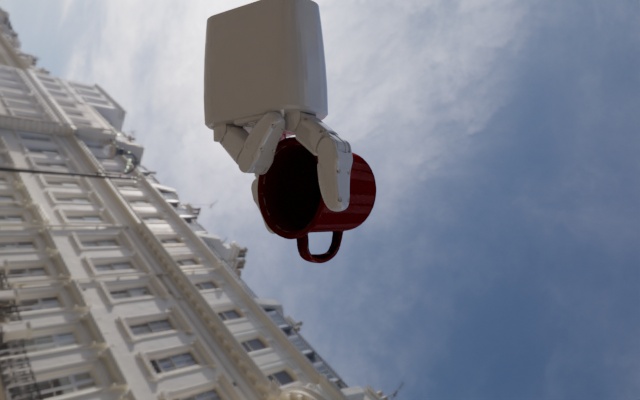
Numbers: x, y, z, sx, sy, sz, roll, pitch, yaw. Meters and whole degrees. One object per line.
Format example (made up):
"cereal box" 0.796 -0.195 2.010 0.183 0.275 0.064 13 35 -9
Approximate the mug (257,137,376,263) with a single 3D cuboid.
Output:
"mug" 0.000 0.003 0.460 0.093 0.117 0.081 -7 -6 44
